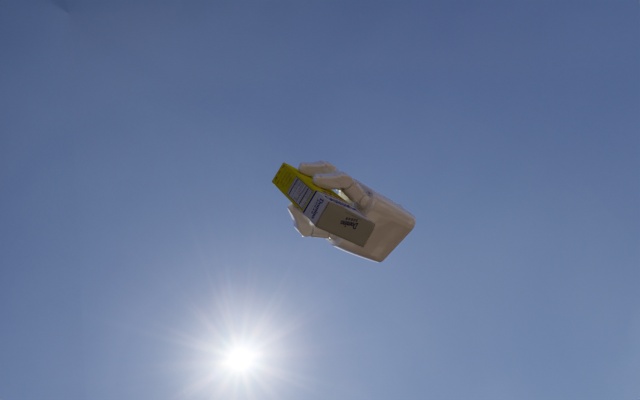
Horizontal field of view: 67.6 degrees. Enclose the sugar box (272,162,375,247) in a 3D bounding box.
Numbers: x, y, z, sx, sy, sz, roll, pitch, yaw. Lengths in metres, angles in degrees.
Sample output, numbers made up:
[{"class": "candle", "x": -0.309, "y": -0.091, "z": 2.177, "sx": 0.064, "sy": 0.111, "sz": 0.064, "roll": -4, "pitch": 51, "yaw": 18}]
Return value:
[{"class": "sugar box", "x": 0.000, "y": 0.002, "z": 0.720, "sx": 0.093, "sy": 0.048, "sz": 0.176, "roll": 26, "pitch": 6, "yaw": -33}]
